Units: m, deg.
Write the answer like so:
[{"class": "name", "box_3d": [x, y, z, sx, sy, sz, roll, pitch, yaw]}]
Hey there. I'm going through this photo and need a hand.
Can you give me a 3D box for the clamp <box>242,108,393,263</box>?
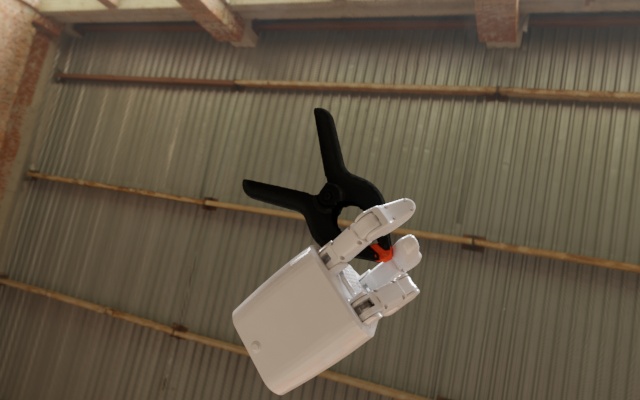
[{"class": "clamp", "box_3d": [0.000, 0.002, 0.476, 0.120, 0.171, 0.039, -39, -22, 12]}]
